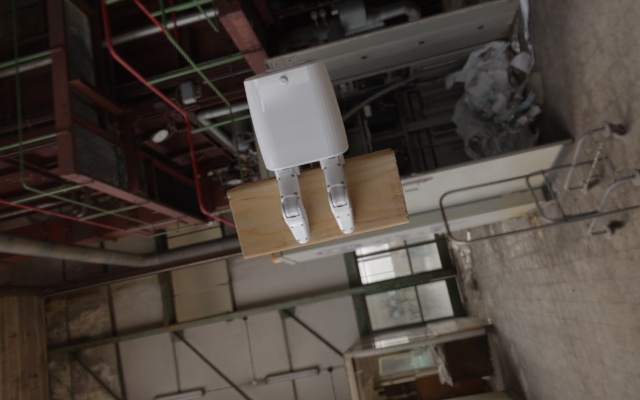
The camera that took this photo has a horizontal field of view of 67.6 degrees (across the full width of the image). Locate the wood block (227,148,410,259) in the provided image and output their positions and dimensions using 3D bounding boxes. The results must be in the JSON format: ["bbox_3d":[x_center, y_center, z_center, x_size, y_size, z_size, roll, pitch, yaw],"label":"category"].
[{"bbox_3d":[0.000,0.002,0.612,0.206,0.090,0.091,-13,7,7],"label":"wood block"}]
